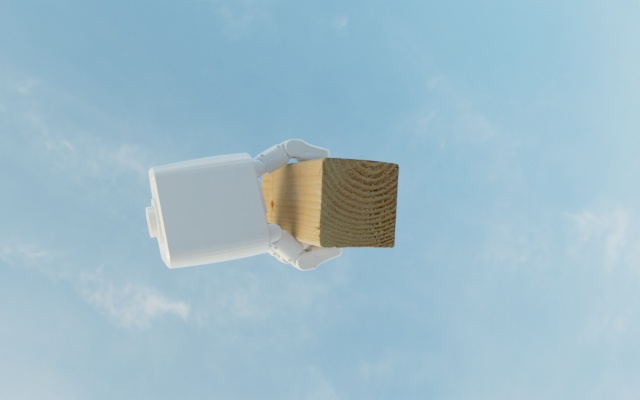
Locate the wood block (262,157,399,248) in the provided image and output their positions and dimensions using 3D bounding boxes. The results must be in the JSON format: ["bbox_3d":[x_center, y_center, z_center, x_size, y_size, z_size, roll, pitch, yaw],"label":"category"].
[{"bbox_3d":[0.000,0.002,0.575,0.090,0.091,0.206,3,0,-24],"label":"wood block"}]
